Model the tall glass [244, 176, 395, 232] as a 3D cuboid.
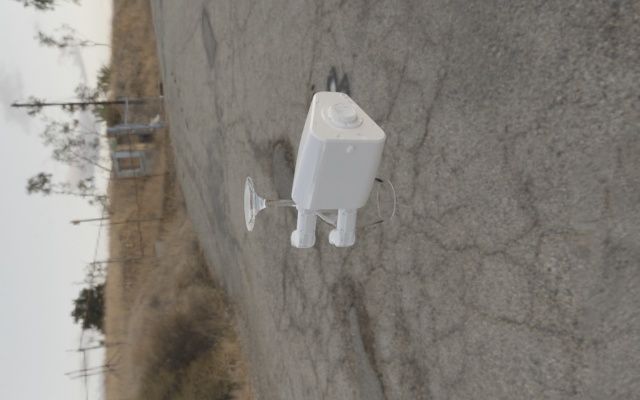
[{"bbox_3d":[-0.001,0.002,0.662,0.201,0.079,0.079,-1,0,-18],"label":"tall glass"}]
